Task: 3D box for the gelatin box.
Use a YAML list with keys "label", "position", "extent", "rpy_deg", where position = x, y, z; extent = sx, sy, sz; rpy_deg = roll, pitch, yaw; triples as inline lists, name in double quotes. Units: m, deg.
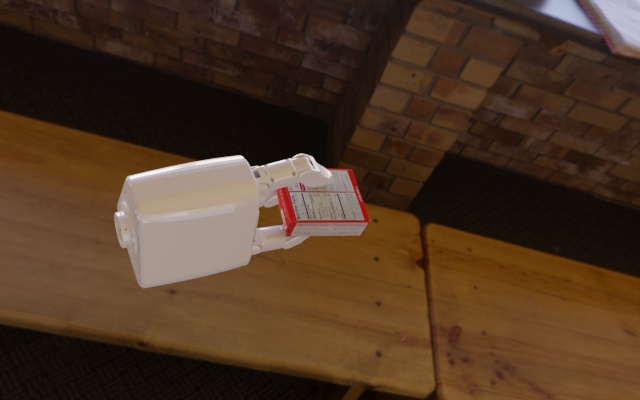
- label: "gelatin box"
  position: [0.001, 0.001, 0.508]
  extent: [0.089, 0.073, 0.030]
  rpy_deg: [0, -38, -23]
